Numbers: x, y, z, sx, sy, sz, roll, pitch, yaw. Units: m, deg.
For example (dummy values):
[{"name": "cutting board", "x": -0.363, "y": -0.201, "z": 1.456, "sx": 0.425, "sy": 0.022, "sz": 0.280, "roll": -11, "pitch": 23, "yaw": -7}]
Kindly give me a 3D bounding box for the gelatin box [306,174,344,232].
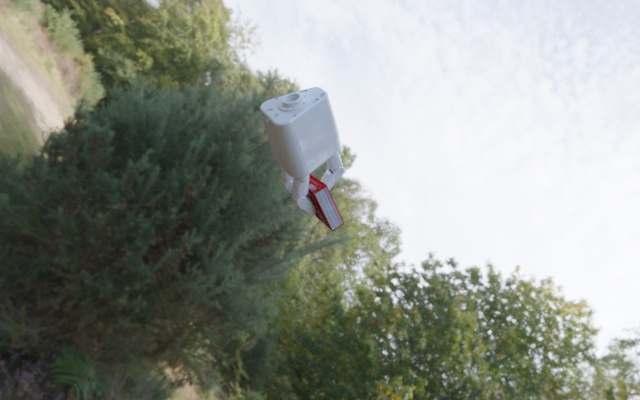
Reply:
[{"name": "gelatin box", "x": 0.001, "y": 0.003, "z": 0.855, "sx": 0.030, "sy": 0.089, "sz": 0.073, "roll": -33, "pitch": 30, "yaw": -11}]
